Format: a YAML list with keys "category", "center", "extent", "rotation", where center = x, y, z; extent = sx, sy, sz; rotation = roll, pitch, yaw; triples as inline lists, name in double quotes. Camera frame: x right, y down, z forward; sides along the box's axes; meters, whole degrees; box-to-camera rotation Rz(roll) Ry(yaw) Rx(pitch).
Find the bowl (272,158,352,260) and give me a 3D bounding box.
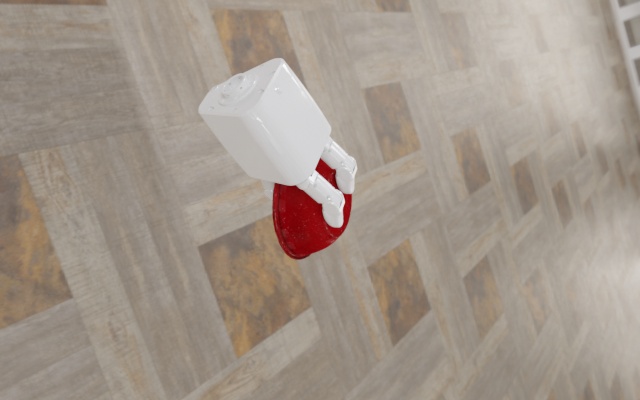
- category: "bowl"
  center: [0.001, 0.003, 0.643]
  extent: [0.055, 0.162, 0.162]
  rotation: [4, 2, 26]
